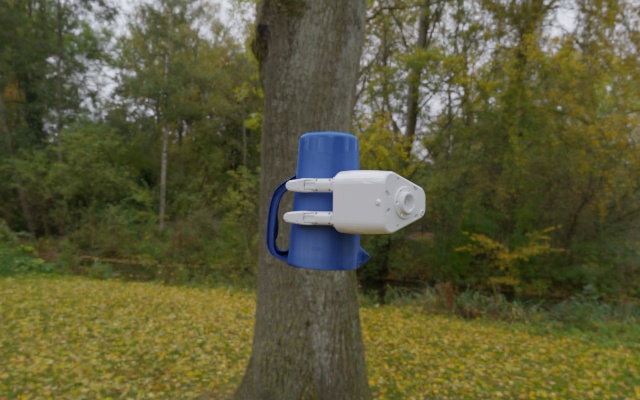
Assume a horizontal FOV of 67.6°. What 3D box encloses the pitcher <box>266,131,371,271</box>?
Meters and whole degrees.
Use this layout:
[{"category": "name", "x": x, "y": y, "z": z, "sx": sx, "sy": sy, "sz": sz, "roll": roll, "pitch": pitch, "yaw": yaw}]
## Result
[{"category": "pitcher", "x": 0.000, "y": 0.003, "z": 0.862, "sx": 0.149, "sy": 0.243, "sz": 0.145, "roll": 3, "pitch": -1, "yaw": -43}]
